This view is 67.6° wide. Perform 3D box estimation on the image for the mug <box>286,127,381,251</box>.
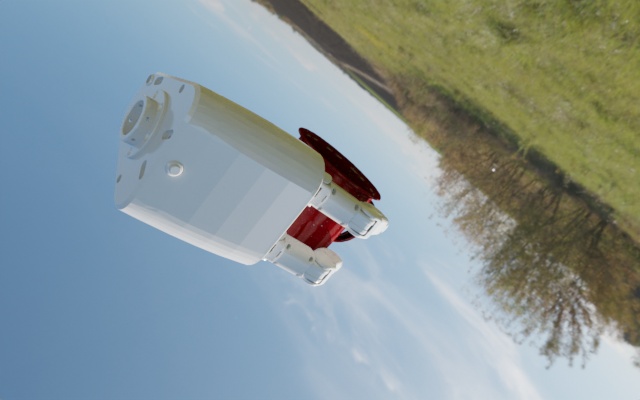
[{"bbox_3d":[0.001,0.002,0.429,0.117,0.081,0.093,31,17,-38],"label":"mug"}]
